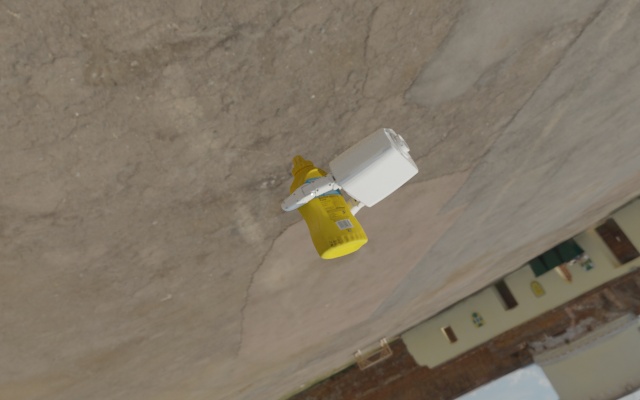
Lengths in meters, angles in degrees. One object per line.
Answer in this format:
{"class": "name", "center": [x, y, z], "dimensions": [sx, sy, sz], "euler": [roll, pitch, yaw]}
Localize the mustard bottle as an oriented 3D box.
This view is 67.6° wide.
{"class": "mustard bottle", "center": [0.000, 0.003, 0.818], "dimensions": [0.096, 0.191, 0.058], "euler": [-9, -27, -42]}
